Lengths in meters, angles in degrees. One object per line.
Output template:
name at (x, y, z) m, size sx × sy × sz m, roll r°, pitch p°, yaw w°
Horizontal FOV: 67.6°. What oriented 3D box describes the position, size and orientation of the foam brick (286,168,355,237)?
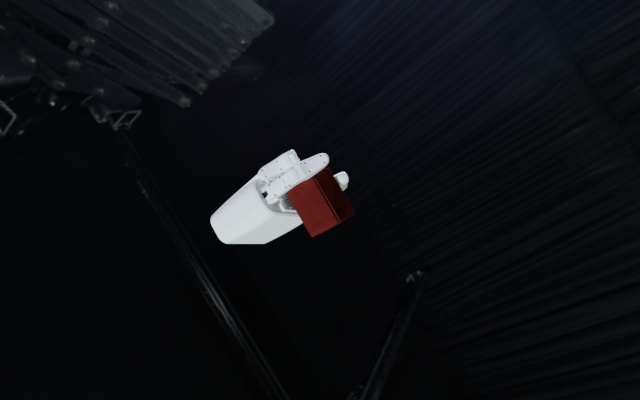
foam brick at (0.000, 0.002, 0.653) m, size 0.051 × 0.078 × 0.053 m, roll -33°, pitch -7°, yaw 30°
